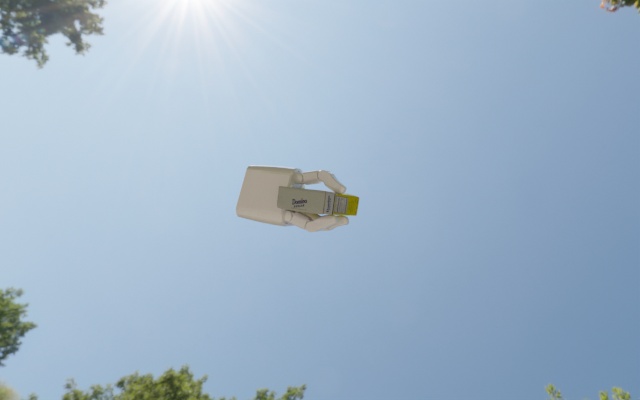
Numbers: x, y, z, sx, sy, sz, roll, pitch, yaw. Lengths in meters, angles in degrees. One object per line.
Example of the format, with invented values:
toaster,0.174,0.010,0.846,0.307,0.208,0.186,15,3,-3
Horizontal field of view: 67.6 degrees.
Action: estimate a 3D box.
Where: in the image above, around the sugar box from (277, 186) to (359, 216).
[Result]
sugar box,0.000,0.003,0.890,0.093,0.048,0.176,7,3,24
